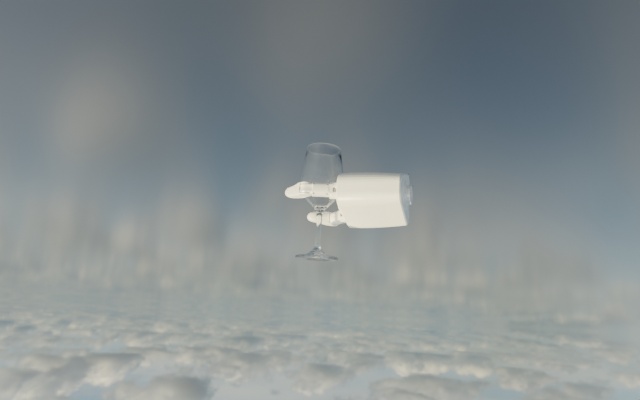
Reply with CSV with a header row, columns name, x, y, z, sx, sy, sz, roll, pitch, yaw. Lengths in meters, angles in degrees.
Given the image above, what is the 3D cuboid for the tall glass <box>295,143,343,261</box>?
name,x,y,z,sx,sy,sz,roll,pitch,yaw
tall glass,0.000,0.003,0.841,0.079,0.201,0.079,3,-13,1
